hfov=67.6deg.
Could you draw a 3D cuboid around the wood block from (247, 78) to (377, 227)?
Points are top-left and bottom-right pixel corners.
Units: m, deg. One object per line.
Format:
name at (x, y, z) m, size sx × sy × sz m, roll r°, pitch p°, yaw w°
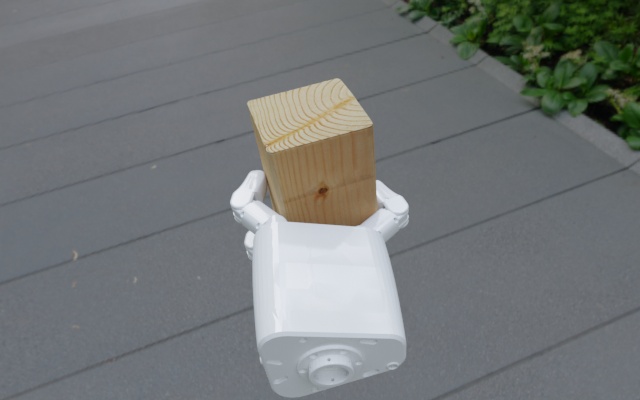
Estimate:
wood block at (0.000, 0.002, 0.470) m, size 0.091 × 0.206 × 0.090 m, roll -16°, pitch 42°, yaw -9°
